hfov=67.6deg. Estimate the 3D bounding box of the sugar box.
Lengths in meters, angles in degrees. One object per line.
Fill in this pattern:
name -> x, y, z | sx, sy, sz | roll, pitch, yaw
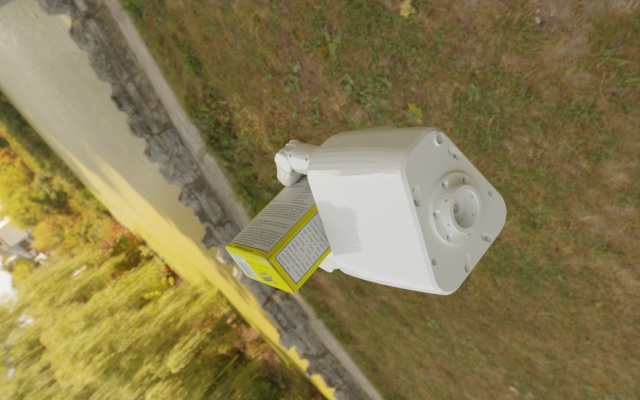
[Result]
sugar box -> 0.000, 0.002, 0.444 | 0.176, 0.048, 0.093 | -44, 24, -24
